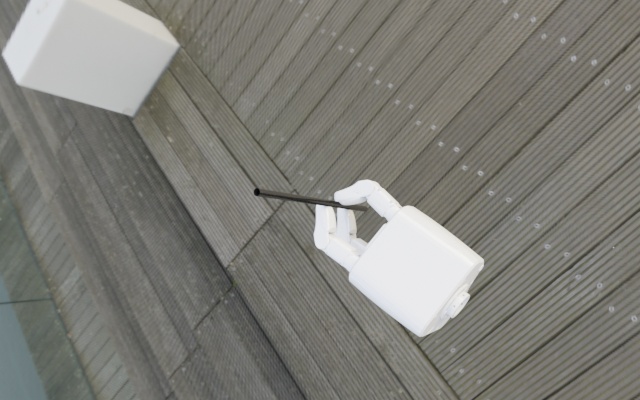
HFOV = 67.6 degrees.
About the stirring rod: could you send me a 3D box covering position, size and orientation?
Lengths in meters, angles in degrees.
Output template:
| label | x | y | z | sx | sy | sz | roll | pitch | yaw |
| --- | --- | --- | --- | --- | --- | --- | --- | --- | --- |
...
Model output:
| label | x | y | z | sx | sy | sz | roll | pitch | yaw |
| --- | --- | --- | --- | --- | --- | --- | --- | --- | --- |
| stirring rod | 0.000 | 0.002 | 0.571 | 0.011 | 0.011 | 0.239 | 0 | -5 | 32 |
